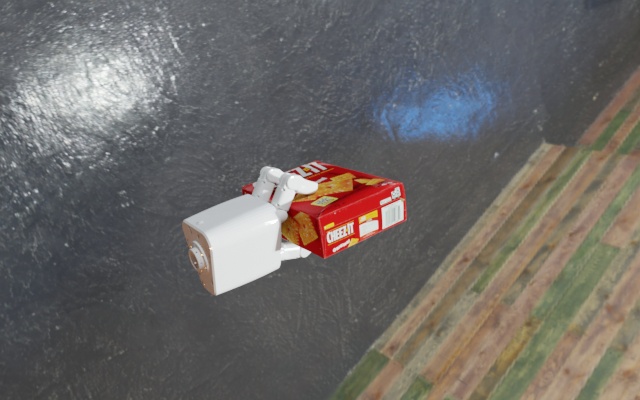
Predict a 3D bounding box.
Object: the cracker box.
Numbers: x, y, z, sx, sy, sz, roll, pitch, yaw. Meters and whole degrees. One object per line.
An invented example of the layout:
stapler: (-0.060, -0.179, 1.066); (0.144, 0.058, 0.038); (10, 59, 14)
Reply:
cracker box: (0.000, 0.003, 0.747); (0.164, 0.072, 0.213); (-21, 25, -32)
